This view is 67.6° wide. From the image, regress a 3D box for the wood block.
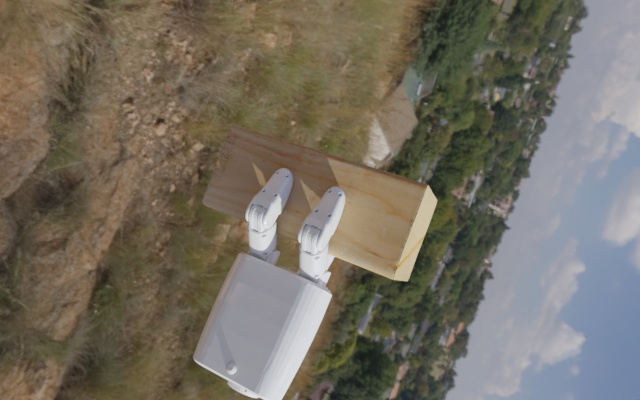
[{"bbox_3d":[0.000,0.002,0.483,0.206,0.090,0.091,20,-3,21],"label":"wood block"}]
